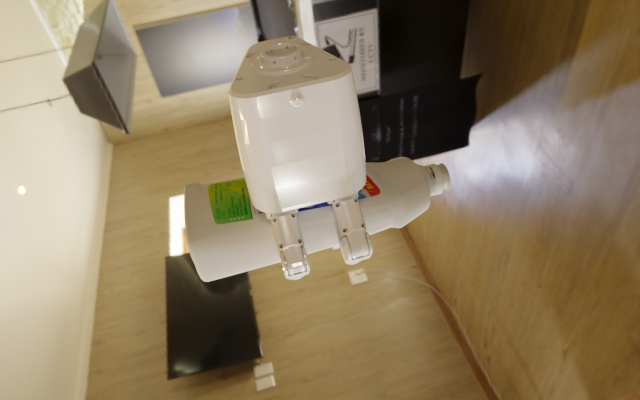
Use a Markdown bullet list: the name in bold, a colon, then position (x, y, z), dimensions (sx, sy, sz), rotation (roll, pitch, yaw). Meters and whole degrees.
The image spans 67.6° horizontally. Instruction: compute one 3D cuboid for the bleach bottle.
- **bleach bottle**: position (0.000, 0.002, 0.465), dimensions (0.251, 0.068, 0.102), rotation (-14, 39, -7)
